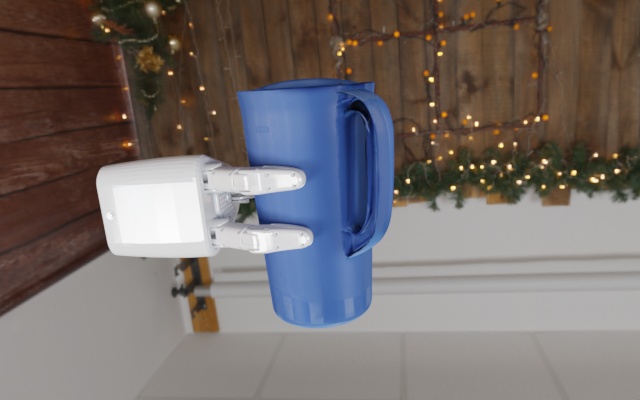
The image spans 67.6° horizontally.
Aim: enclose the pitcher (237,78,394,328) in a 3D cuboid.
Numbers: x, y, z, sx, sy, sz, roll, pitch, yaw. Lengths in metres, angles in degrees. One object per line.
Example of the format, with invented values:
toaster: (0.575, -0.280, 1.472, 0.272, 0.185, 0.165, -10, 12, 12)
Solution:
pitcher: (0.000, 0.002, 0.482, 0.145, 0.243, 0.149, -3, 14, 6)
